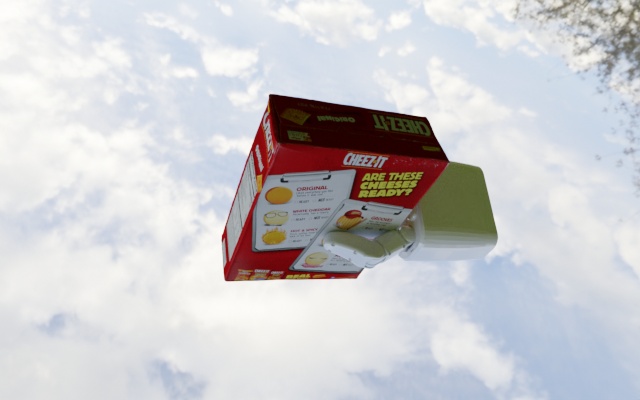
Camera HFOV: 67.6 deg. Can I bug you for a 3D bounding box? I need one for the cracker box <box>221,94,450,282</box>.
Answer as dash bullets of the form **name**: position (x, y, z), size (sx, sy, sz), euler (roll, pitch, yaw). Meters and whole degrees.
- **cracker box**: position (0.000, 0.002, 0.487), size (0.164, 0.072, 0.214), euler (3, -40, -23)
